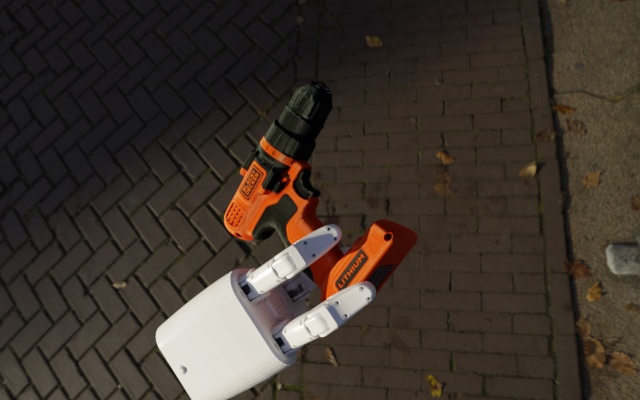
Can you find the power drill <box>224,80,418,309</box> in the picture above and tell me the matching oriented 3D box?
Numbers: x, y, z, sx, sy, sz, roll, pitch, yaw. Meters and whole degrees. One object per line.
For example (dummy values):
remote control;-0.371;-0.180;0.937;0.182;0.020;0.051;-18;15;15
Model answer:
power drill;0.000;0.002;0.459;0.187;0.184;0.057;44;24;30
